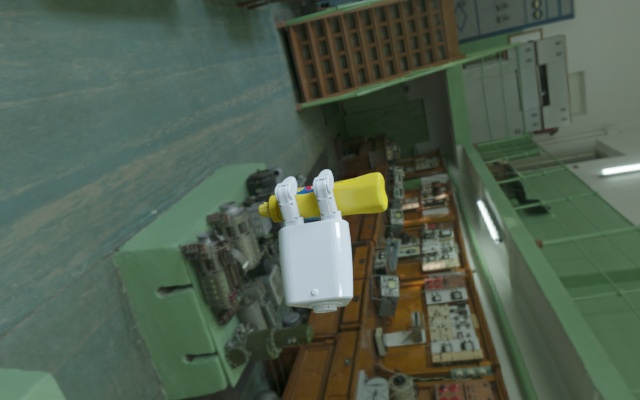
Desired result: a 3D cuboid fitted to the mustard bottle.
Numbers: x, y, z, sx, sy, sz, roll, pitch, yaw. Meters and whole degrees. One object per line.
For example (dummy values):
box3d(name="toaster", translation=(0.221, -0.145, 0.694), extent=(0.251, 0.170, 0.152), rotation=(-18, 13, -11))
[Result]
box3d(name="mustard bottle", translation=(0.000, 0.002, 0.711), extent=(0.191, 0.058, 0.096), rotation=(-10, 5, 13))
